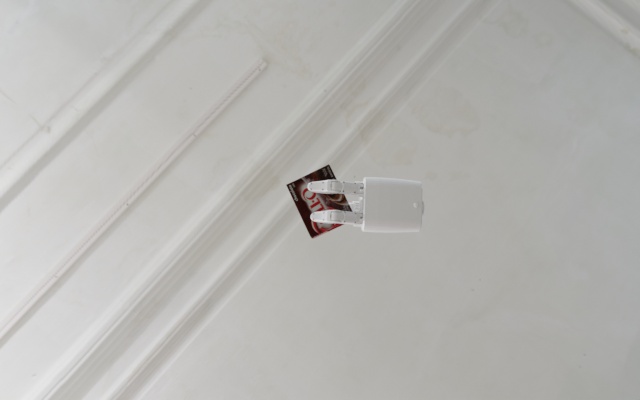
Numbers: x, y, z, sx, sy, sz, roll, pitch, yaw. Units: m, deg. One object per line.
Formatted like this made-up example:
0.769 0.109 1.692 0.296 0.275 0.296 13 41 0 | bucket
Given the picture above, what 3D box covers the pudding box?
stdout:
0.000 0.003 0.889 0.090 0.113 0.039 -26 -9 -2 | pudding box
